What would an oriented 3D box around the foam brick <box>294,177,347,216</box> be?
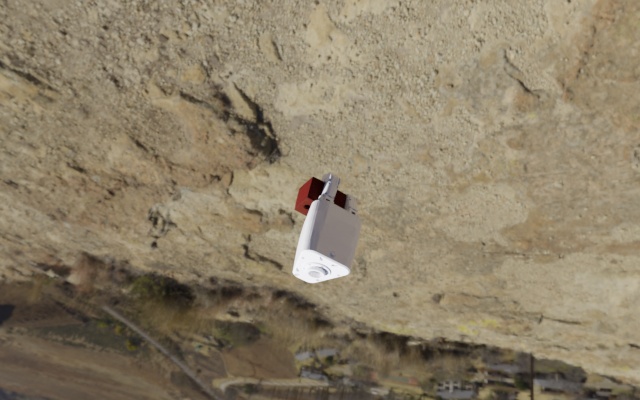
[{"bbox_3d":[0.000,0.003,0.880,0.078,0.051,0.053,28,-38,-17],"label":"foam brick"}]
